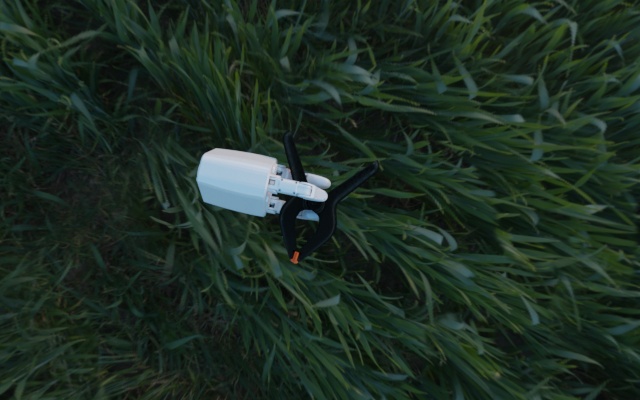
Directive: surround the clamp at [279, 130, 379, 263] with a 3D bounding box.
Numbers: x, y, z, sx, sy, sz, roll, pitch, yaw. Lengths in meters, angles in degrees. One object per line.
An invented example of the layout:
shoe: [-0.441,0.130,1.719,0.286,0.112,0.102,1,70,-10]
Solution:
clamp: [0.000,0.003,0.775,0.164,0.210,0.036,12,-5,0]
